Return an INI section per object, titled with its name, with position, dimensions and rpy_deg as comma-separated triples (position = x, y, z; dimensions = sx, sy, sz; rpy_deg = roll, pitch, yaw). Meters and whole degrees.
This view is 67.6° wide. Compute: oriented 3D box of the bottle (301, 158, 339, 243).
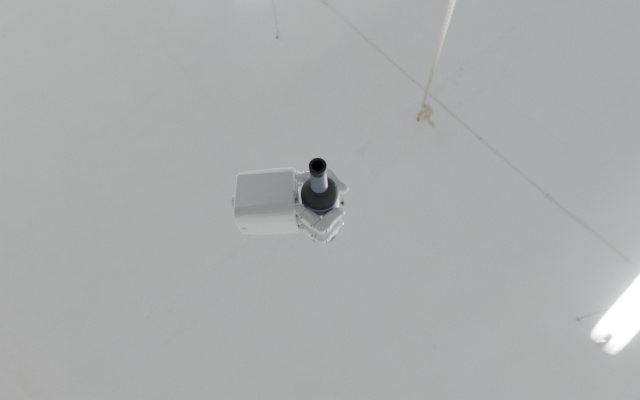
[bottle]
position = 0.000, 0.003, 0.852
dimensions = 0.069, 0.069, 0.296
rpy_deg = 0, -22, 2
